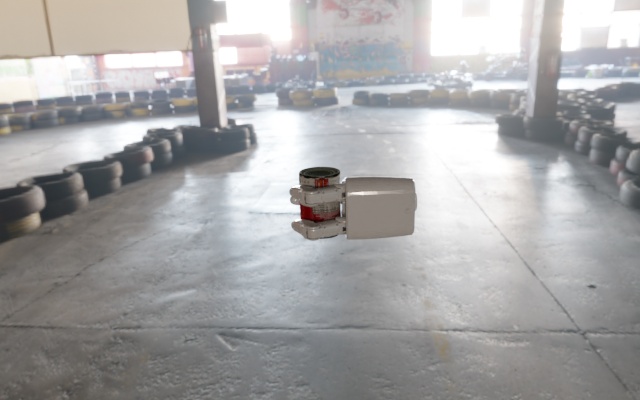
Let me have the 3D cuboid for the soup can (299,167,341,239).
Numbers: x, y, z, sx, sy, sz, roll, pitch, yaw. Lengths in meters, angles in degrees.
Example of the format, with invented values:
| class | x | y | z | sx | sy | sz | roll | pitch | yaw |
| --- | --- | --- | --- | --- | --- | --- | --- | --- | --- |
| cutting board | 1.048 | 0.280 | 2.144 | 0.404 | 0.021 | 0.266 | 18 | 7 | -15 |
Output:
| class | x | y | z | sx | sy | sz | roll | pitch | yaw |
| --- | --- | --- | --- | --- | --- | --- | --- | --- | --- |
| soup can | 0.000 | 0.002 | 0.765 | 0.068 | 0.102 | 0.068 | -2 | 17 | 0 |
